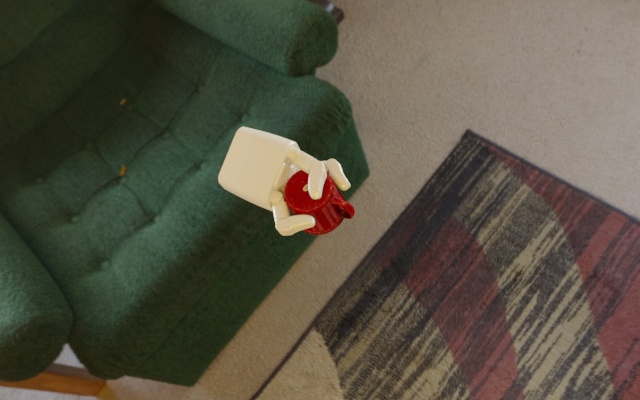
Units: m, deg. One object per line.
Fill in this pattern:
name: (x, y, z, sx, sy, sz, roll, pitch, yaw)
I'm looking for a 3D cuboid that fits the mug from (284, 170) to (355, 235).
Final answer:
mug: (0.001, 0.003, 0.775, 0.117, 0.093, 0.081, 20, -19, 23)
